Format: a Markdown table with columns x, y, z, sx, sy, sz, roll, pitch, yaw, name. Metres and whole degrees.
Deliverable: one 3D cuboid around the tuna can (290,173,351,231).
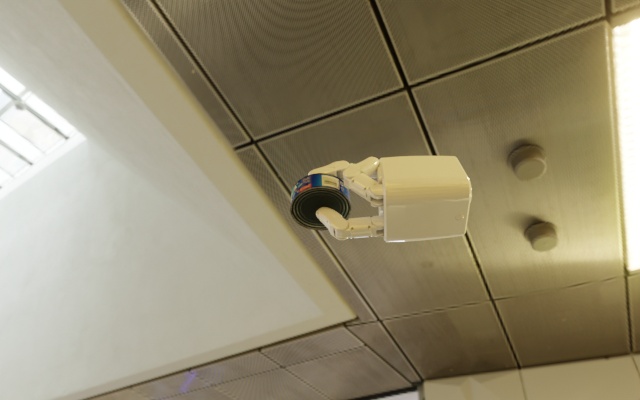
| x | y | z | sx | sy | sz | roll | pitch | yaw | name |
| --- | --- | --- | --- | --- | --- | --- | --- | --- | --- |
| 0.000 | 0.002 | 0.679 | 0.086 | 0.086 | 0.033 | -1 | 45 | -1 | tuna can |
